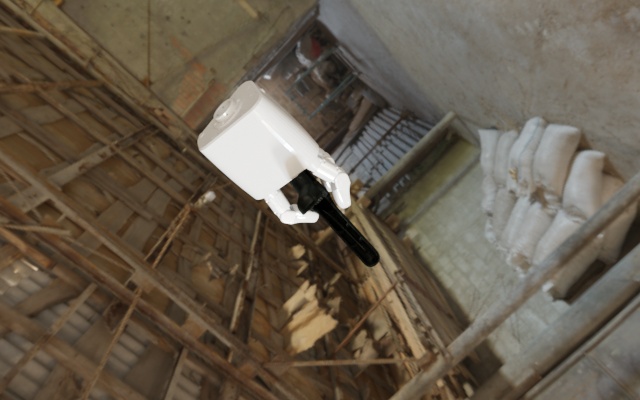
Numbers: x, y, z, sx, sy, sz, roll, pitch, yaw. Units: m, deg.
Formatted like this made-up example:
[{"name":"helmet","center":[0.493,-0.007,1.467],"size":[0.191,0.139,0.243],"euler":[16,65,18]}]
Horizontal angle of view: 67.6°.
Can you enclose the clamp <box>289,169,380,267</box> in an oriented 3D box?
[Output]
[{"name":"clamp","center":[-0.001,0.002,0.670],"size":[0.165,0.036,0.210],"euler":[44,7,-34]}]
